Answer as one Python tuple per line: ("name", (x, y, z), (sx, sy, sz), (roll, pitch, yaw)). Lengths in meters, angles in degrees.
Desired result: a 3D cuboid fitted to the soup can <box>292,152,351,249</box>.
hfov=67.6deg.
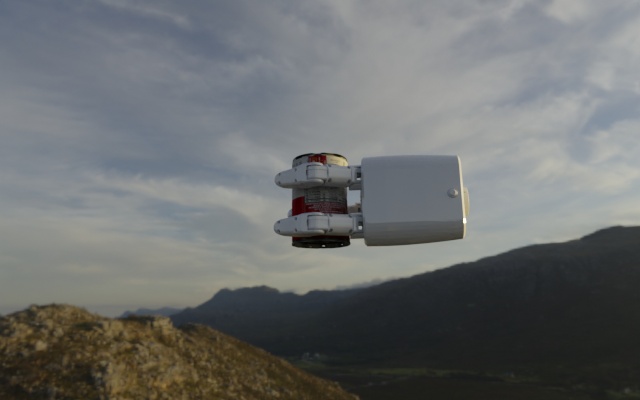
("soup can", (0.000, 0.002, 0.558), (0.068, 0.102, 0.068), (-1, -12, 0))
